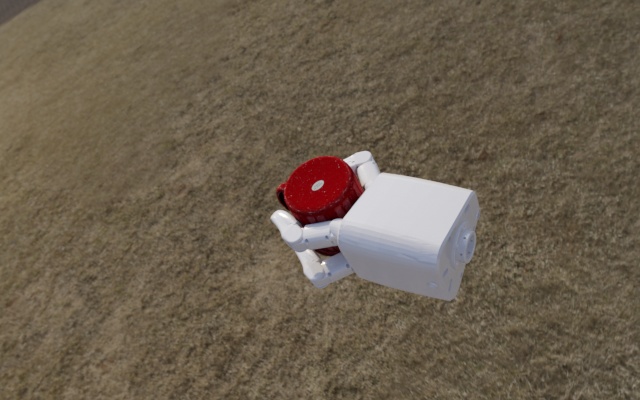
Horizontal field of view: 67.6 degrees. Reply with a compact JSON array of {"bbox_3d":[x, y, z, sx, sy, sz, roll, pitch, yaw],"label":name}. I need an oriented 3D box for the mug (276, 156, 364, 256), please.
[{"bbox_3d":[-0.001,0.001,0.549,0.117,0.093,0.081,12,-29,32],"label":"mug"}]
